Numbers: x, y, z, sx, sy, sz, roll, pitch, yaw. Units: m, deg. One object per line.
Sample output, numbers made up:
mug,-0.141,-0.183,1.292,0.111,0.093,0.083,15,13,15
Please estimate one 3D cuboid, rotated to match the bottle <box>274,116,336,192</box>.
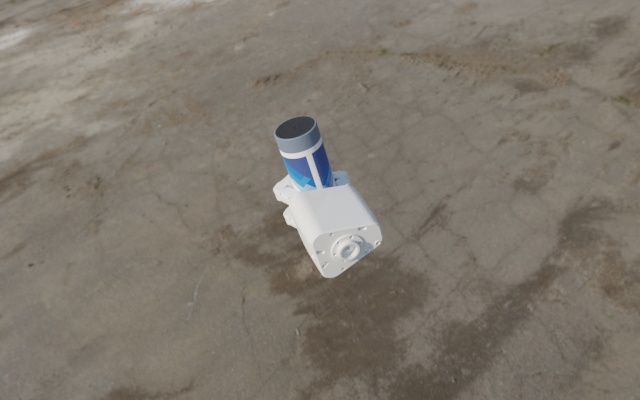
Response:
bottle,0.000,0.002,0.800,0.069,0.296,0.069,-12,37,9
